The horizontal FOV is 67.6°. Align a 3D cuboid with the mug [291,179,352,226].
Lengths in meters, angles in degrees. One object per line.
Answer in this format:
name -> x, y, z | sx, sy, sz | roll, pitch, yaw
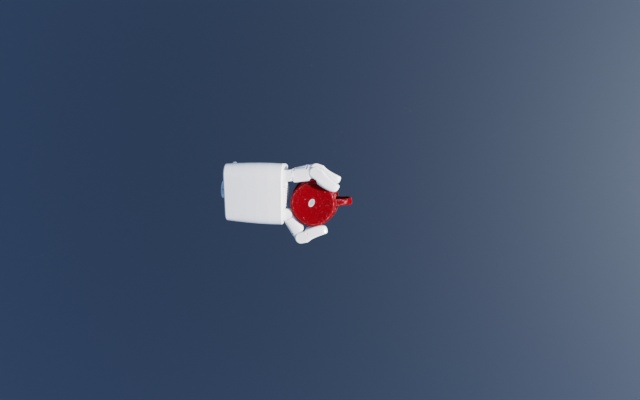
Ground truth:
mug -> 0.002, 0.003, 0.891 | 0.117, 0.093, 0.081 | 1, 6, 3
